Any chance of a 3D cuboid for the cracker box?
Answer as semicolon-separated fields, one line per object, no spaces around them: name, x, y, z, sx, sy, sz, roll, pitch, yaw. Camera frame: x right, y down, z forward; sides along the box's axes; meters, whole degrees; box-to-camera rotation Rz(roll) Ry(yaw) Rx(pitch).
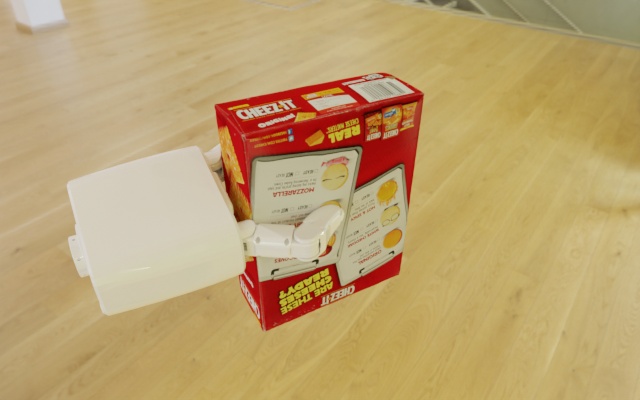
cracker box;0.000;0.001;0.447;0.164;0.214;0.072;-18;40;-23
